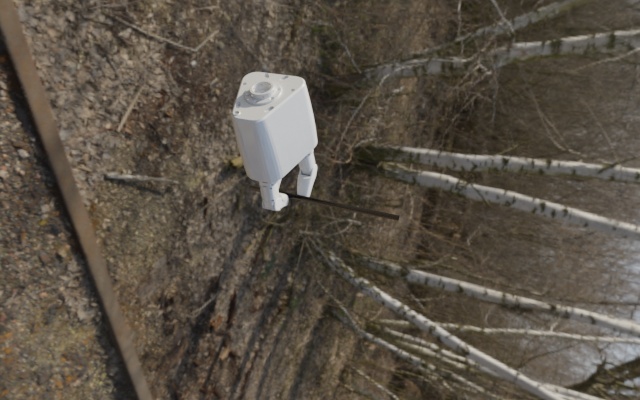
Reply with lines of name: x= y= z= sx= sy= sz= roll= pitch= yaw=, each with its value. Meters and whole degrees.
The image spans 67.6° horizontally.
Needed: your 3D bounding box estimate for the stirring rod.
stirring rod: x=0.000 y=0.002 z=0.722 sx=0.239 sy=0.011 sz=0.011 roll=12 pitch=4 yaw=18
